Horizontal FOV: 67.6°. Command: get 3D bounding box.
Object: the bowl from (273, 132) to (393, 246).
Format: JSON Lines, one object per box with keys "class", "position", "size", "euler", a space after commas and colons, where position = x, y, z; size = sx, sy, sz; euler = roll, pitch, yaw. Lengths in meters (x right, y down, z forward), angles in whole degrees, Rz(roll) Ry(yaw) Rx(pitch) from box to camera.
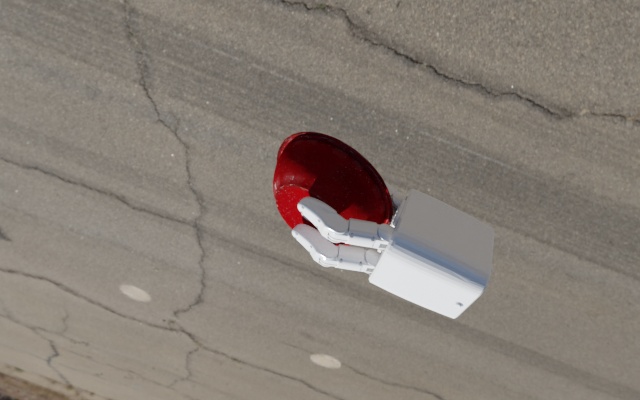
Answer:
{"class": "bowl", "position": [-0.001, 0.002, 0.556], "size": [0.162, 0.162, 0.055], "euler": [0, 39, 44]}
